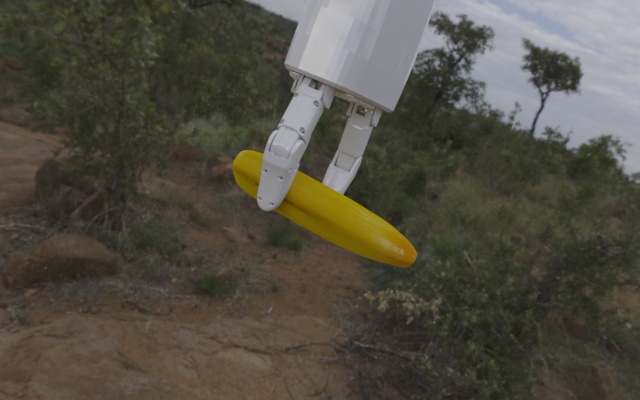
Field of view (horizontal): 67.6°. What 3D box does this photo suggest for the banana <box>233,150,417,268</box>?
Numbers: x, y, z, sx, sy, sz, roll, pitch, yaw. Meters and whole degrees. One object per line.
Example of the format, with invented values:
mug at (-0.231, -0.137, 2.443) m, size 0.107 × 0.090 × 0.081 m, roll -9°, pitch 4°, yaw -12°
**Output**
banana at (-0.013, -0.003, 0.389) m, size 0.197 × 0.037 × 0.069 m, roll 29°, pitch 9°, yaw 35°
